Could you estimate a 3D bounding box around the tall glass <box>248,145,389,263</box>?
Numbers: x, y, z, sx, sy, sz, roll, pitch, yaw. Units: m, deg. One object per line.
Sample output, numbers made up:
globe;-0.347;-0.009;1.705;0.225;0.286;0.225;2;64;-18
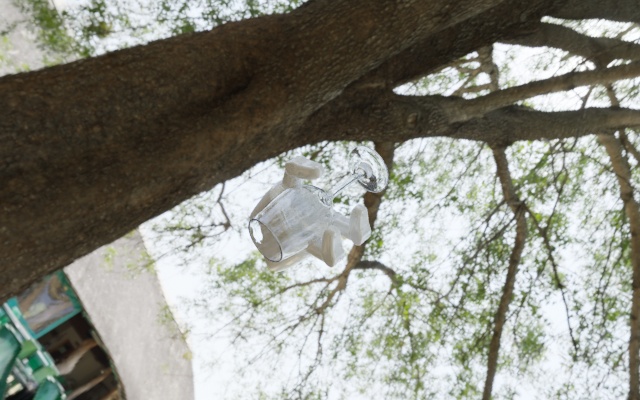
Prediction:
tall glass;0.001;0.002;0.631;0.201;0.079;0.079;-35;21;-34
